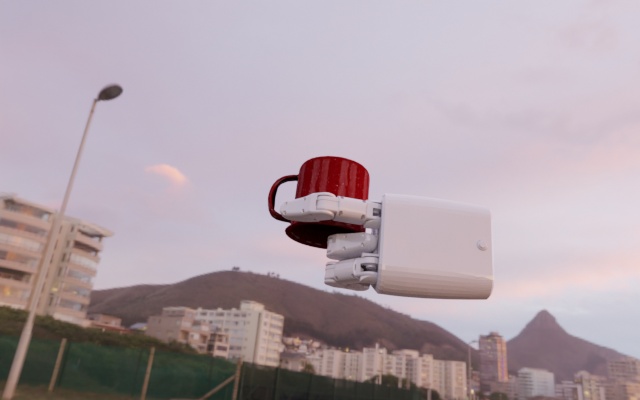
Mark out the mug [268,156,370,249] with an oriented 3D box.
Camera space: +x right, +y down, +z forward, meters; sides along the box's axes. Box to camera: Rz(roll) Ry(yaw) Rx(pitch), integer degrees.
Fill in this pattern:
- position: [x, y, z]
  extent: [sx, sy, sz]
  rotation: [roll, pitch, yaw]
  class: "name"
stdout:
- position: [-0.001, 0.001, 0.532]
  extent: [0.117, 0.081, 0.093]
  rotation: [7, -22, 1]
  class: "mug"
